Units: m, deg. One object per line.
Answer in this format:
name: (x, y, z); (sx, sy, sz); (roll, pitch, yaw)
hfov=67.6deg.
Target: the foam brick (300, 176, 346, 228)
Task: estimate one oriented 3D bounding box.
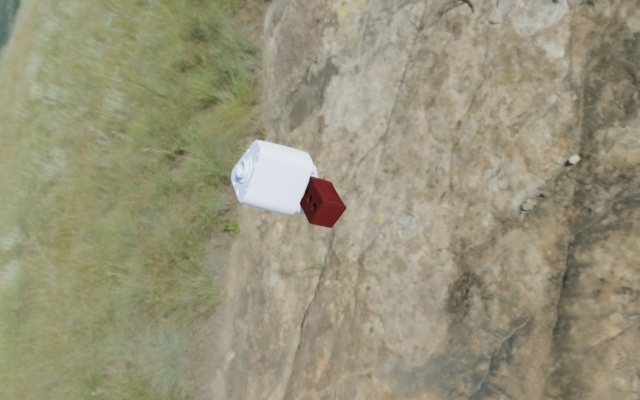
foam brick: (0.000, 0.003, 0.855); (0.051, 0.053, 0.078); (15, 31, -35)
